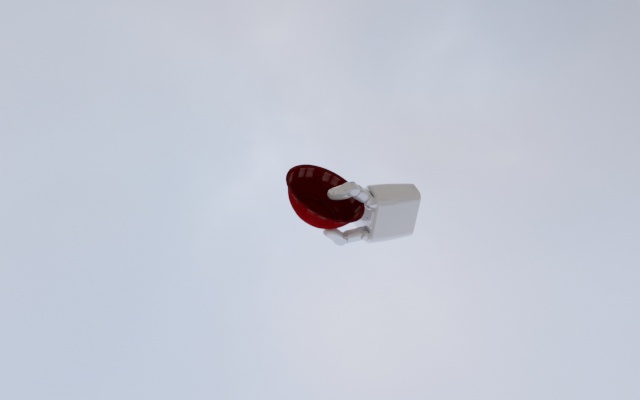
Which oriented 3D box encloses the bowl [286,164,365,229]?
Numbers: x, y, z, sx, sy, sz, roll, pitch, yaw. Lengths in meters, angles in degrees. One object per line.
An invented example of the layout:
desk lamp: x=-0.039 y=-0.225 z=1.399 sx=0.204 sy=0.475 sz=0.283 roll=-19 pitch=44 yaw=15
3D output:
bowl: x=-0.001 y=0.003 z=0.898 sx=0.162 sy=0.055 sz=0.162 roll=21 pitch=34 yaw=-15
